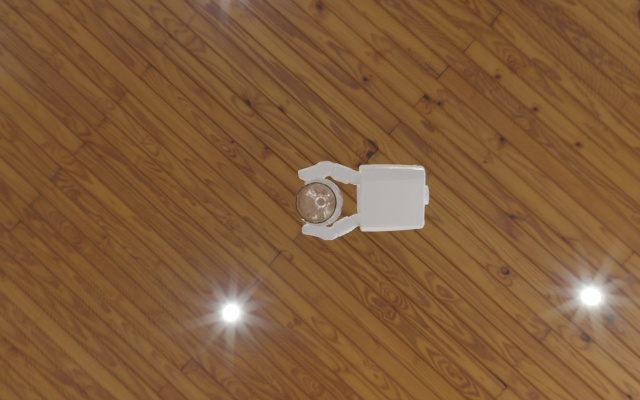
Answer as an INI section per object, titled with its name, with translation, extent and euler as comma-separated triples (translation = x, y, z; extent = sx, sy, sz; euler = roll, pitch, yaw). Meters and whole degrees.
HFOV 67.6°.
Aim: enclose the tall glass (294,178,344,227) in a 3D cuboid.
[tall glass]
translation = 0.000, 0.003, 0.803
extent = 0.079, 0.079, 0.201
euler = 0, 1, 4
